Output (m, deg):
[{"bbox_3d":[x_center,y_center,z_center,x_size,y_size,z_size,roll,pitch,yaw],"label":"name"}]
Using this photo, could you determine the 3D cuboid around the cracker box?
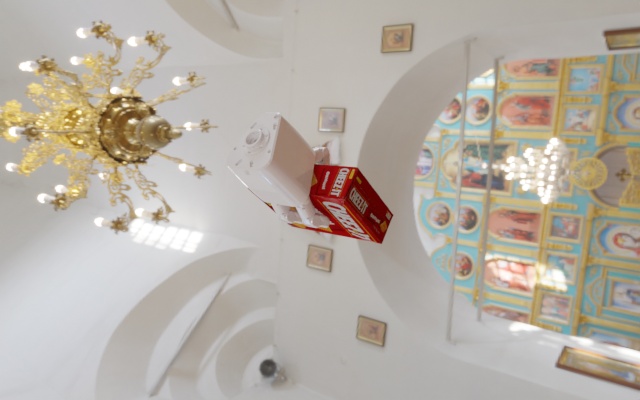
[{"bbox_3d":[0.000,0.003,0.867,0.213,0.072,0.164,8,-24,36],"label":"cracker box"}]
